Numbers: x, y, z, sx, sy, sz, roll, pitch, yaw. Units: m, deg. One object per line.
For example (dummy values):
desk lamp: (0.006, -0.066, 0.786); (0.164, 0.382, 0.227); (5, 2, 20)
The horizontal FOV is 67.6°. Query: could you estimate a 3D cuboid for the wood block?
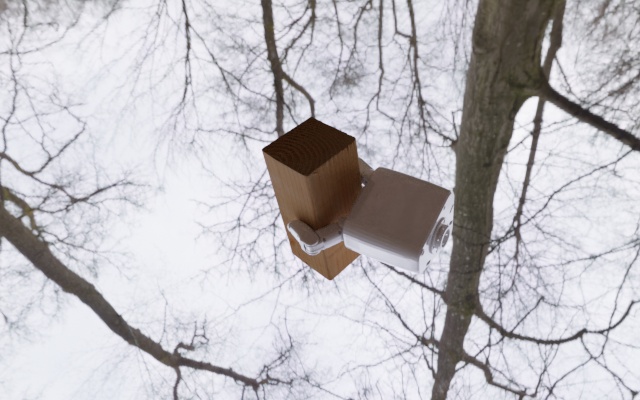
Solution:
wood block: (0.000, 0.003, 0.667); (0.091, 0.206, 0.090); (-38, 49, -25)
